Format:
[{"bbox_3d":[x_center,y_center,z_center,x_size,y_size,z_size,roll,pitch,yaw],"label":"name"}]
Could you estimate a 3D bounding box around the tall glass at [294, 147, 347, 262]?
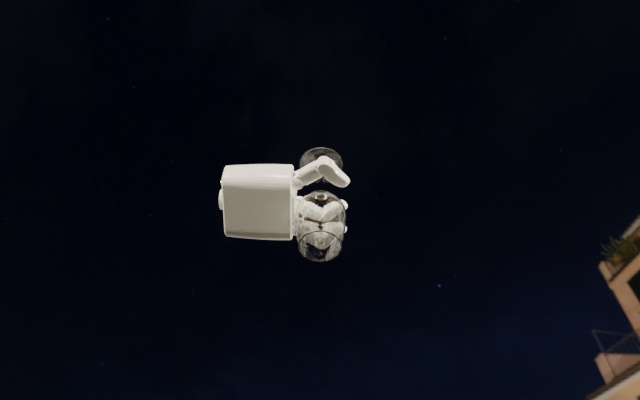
[{"bbox_3d":[0.000,0.002,0.742,0.079,0.079,0.200,0,39,0],"label":"tall glass"}]
